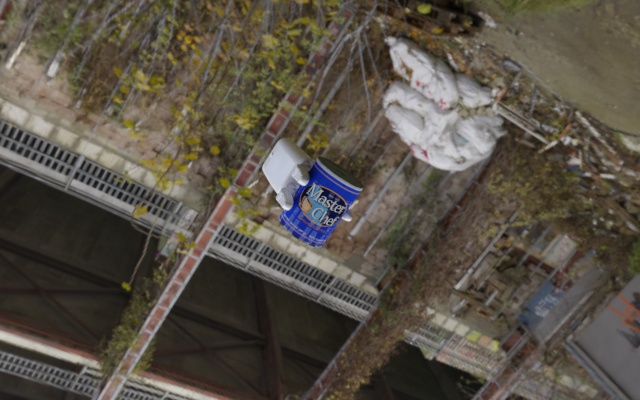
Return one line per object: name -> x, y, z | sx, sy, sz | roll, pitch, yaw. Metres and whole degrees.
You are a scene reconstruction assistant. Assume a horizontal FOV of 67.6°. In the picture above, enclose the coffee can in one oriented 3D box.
coffee can -> 0.000, 0.003, 0.900 | 0.103, 0.140, 0.102 | 32, 14, -9
